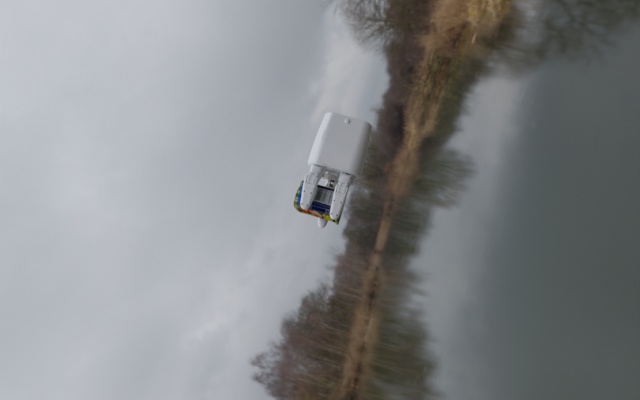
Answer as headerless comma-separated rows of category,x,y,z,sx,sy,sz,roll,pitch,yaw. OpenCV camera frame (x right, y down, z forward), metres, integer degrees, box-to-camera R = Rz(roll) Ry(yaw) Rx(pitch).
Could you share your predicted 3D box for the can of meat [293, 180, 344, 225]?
can of meat,0.000,0.003,0.892,0.084,0.057,0.102,16,-9,6
